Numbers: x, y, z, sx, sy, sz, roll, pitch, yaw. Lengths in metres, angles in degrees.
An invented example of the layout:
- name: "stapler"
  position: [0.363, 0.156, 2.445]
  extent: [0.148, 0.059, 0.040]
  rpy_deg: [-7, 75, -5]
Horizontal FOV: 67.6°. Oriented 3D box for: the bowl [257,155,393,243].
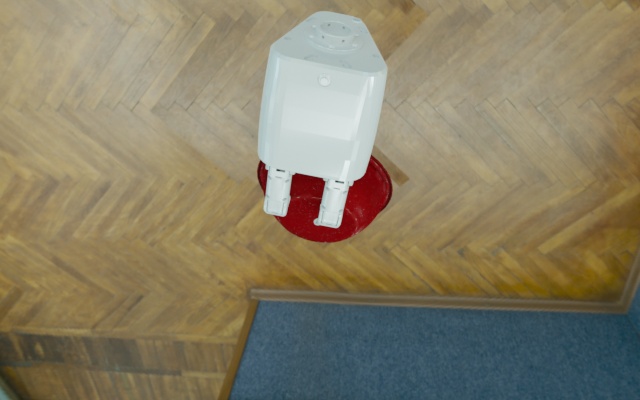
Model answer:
- name: "bowl"
  position: [0.000, 0.003, 0.551]
  extent: [0.162, 0.055, 0.162]
  rpy_deg: [7, -35, 5]
